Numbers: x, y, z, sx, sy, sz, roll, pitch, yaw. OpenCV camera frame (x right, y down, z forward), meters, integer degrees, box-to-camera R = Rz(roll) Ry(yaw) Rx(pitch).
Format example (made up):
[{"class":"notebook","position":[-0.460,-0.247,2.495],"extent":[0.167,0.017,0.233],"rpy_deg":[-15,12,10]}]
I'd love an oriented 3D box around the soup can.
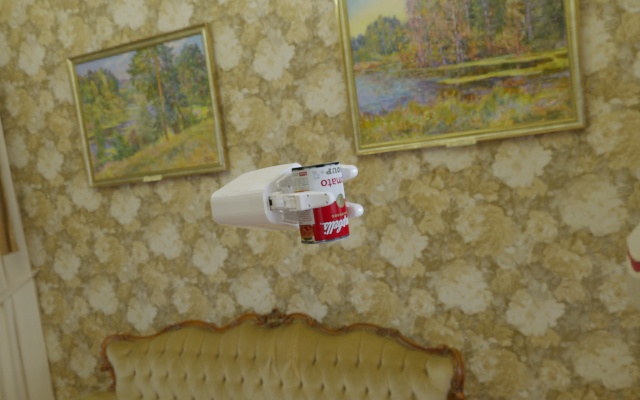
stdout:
[{"class":"soup can","position":[0.000,0.002,0.643],"extent":[0.068,0.102,0.068],"rpy_deg":[-8,4,1]}]
